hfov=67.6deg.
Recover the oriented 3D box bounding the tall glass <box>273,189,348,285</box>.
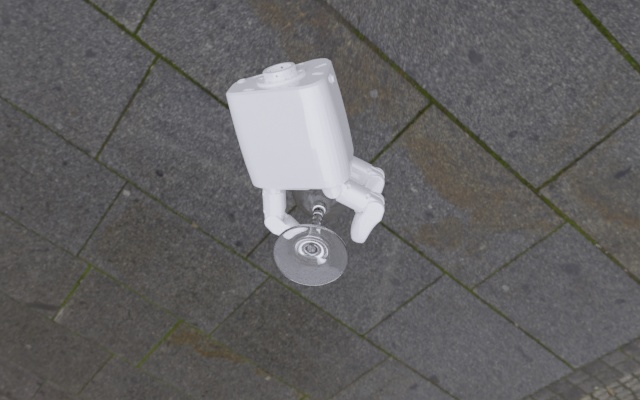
[{"bbox_3d":[0.000,0.002,0.545,0.079,0.079,0.201,0,31,7],"label":"tall glass"}]
